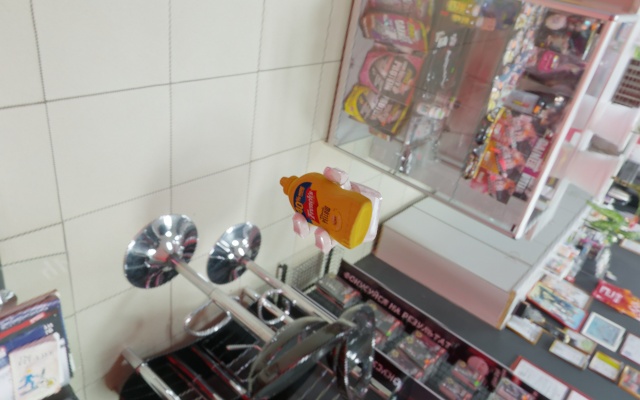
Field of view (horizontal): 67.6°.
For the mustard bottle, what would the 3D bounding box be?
[{"bbox_3d":[0.000,0.003,0.853,0.191,0.096,0.058,30,37,31],"label":"mustard bottle"}]
